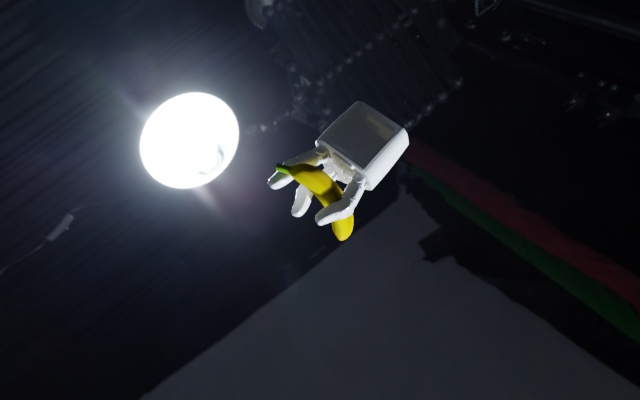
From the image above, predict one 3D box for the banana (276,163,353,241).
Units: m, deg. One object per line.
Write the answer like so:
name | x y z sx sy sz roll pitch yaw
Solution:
banana | 0.012 0.002 0.760 0.069 0.037 0.198 5 -36 44
